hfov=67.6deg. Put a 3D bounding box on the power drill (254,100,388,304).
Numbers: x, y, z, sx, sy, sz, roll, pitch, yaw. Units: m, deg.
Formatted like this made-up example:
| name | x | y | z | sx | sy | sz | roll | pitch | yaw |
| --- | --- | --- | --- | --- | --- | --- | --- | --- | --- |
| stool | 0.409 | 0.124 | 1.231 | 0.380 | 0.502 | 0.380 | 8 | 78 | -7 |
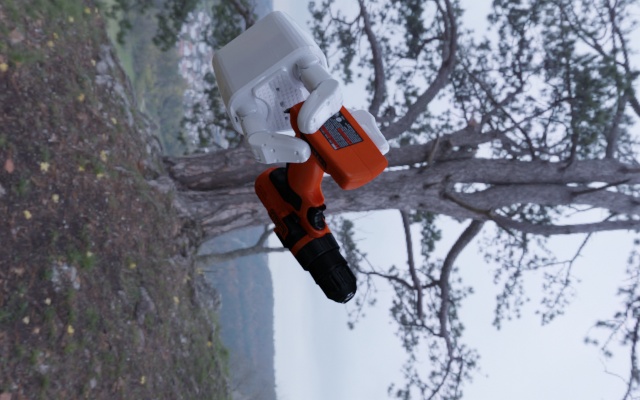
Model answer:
| name | x | y | z | sx | sy | sz | roll | pitch | yaw |
| --- | --- | --- | --- | --- | --- | --- | --- | --- | --- |
| power drill | 0.000 | 0.001 | 0.502 | 0.057 | 0.184 | 0.188 | -24 | -24 | -33 |
